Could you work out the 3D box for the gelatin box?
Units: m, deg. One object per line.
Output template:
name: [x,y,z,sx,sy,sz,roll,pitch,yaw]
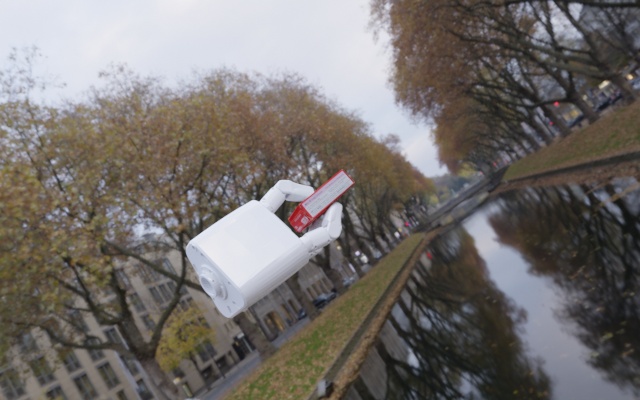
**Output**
gelatin box: [0.000,0.002,0.684,0.089,0.030,0.073,-41,-3,-24]
